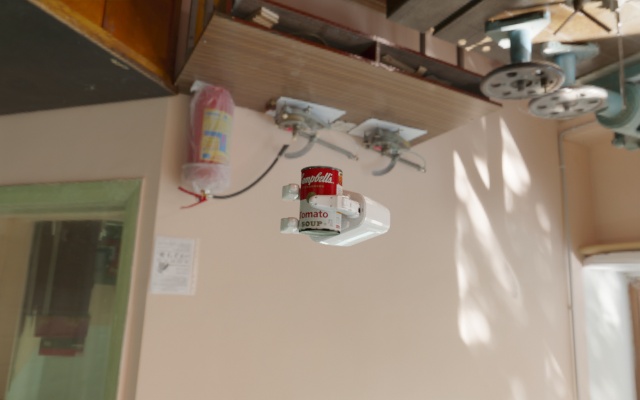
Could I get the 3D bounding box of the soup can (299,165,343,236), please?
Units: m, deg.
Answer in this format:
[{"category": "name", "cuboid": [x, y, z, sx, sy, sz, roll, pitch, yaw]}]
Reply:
[{"category": "soup can", "cuboid": [0.000, 0.003, 0.758, 0.068, 0.102, 0.068, 2, -11, 0]}]
